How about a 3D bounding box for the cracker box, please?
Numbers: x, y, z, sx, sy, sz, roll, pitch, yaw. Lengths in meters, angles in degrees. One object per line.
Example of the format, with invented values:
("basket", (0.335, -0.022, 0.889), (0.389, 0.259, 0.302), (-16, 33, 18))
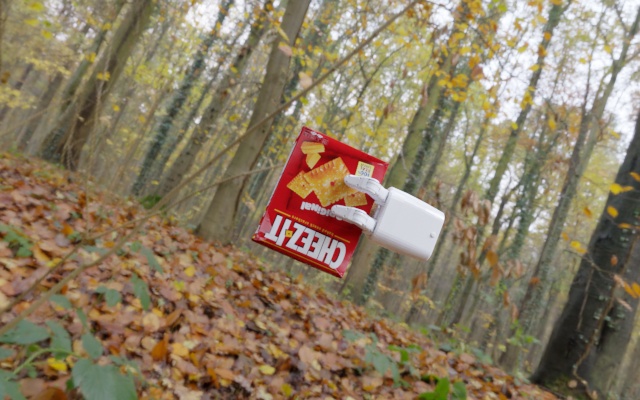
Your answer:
("cracker box", (0.000, 0.003, 0.817), (0.164, 0.213, 0.072), (24, -9, -7))
